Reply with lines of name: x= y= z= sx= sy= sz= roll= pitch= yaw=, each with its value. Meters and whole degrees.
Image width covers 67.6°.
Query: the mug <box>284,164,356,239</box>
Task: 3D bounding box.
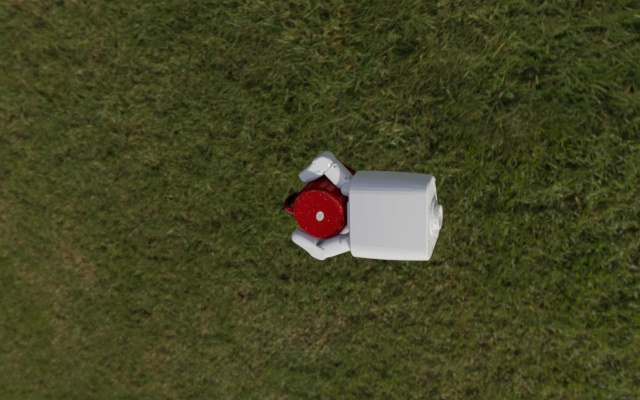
mug: x=-0.001 y=0.002 z=0.700 sx=0.117 sy=0.093 sz=0.081 roll=2 pitch=27 yaw=23
